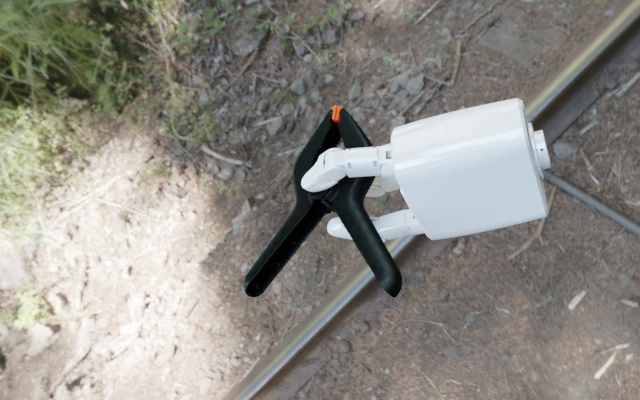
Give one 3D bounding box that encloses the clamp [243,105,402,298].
[{"bbox_3d":[0.000,0.001,0.473,0.164,0.209,0.036,-13,-32,28],"label":"clamp"}]
